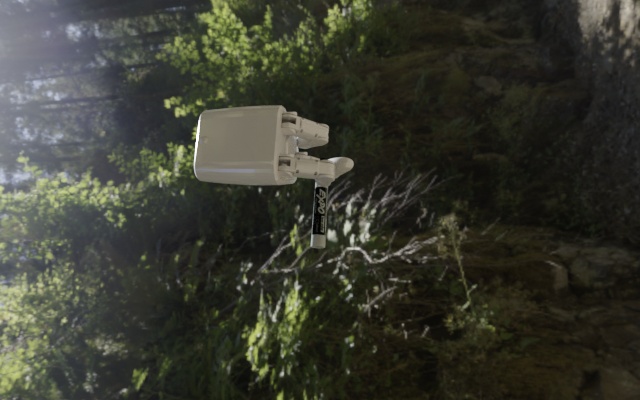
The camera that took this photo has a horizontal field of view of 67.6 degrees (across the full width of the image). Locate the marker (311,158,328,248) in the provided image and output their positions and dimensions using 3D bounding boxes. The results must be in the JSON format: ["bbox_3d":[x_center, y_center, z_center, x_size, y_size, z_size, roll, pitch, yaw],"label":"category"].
[{"bbox_3d":[0.000,0.002,0.630,0.020,0.121,0.020,3,-14,1],"label":"marker"}]
